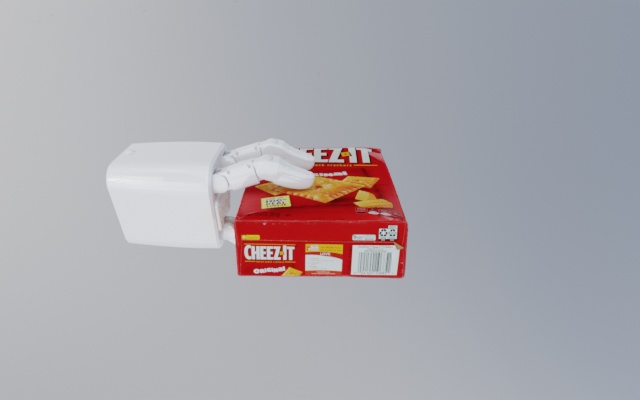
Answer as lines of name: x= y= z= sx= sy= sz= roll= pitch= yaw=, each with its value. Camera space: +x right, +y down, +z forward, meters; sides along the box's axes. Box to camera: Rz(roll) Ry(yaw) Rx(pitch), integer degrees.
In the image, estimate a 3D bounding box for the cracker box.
cracker box: x=0.000 y=0.002 z=0.542 sx=0.164 sy=0.072 sz=0.213 roll=1 pitch=25 yaw=-1
